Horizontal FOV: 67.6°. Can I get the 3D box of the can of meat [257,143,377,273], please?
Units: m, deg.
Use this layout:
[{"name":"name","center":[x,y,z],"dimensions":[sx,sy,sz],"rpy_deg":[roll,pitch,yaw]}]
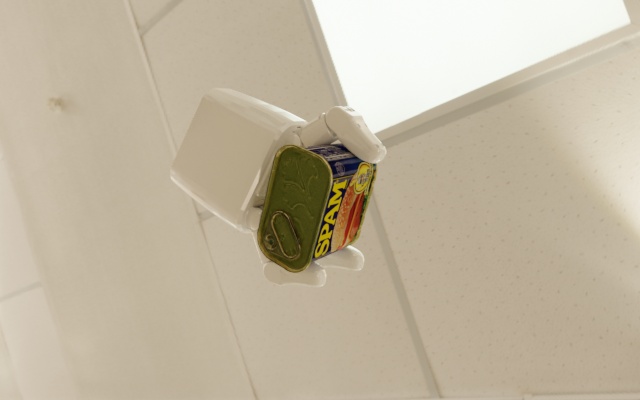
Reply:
[{"name":"can of meat","center":[0.000,0.001,0.412],"dimensions":[0.057,0.102,0.084],"rpy_deg":[26,23,28]}]
